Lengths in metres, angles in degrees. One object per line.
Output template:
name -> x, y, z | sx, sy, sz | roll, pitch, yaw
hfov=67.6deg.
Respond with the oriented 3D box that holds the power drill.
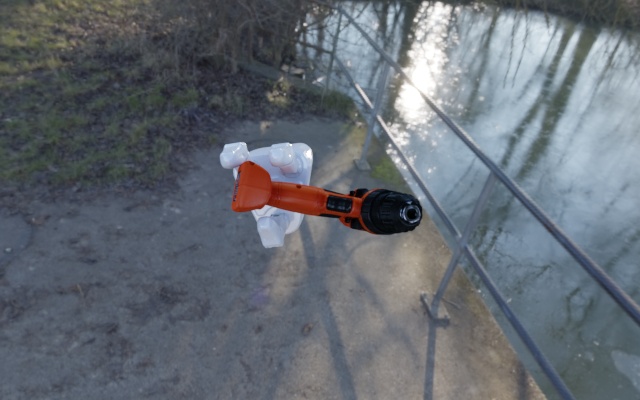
power drill -> 0.000, 0.002, 0.533 | 0.187, 0.057, 0.184 | 12, -5, -15
